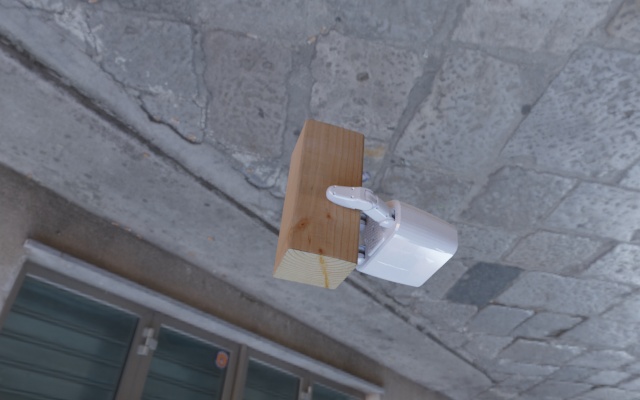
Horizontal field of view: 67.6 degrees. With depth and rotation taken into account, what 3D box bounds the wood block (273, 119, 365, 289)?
[{"bbox_3d":[0.001,0.002,0.654,0.090,0.206,0.091,14,-34,-12],"label":"wood block"}]
